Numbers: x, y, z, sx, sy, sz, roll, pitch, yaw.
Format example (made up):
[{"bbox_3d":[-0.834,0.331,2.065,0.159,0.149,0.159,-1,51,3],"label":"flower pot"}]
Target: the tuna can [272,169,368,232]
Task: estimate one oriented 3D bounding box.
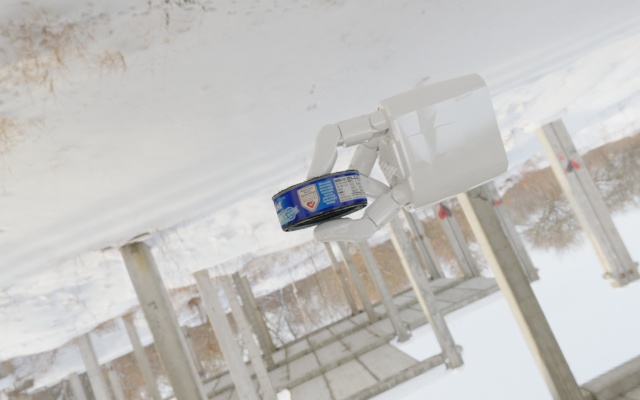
[{"bbox_3d":[0.000,0.002,0.445,0.086,0.033,0.086,-17,-8,-2],"label":"tuna can"}]
